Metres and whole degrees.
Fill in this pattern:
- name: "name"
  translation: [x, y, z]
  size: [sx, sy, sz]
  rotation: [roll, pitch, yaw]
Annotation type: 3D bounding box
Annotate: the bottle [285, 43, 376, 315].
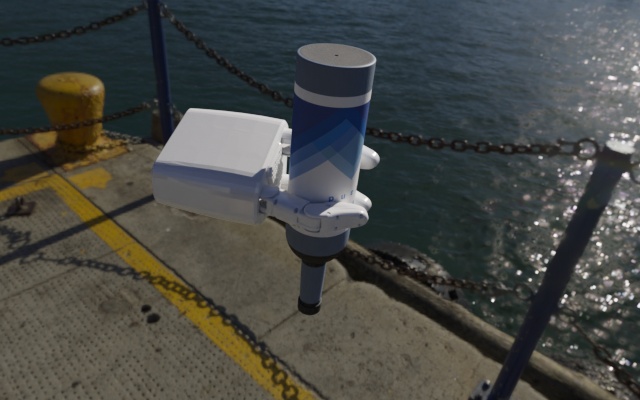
- name: "bottle"
  translation: [0.000, 0.001, 0.476]
  size: [0.069, 0.296, 0.069]
  rotation: [4, 33, -3]
